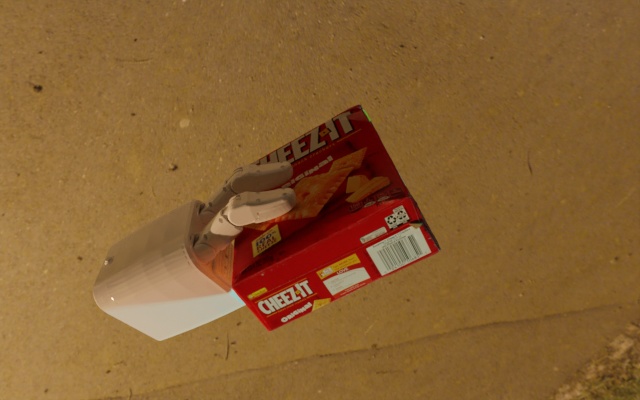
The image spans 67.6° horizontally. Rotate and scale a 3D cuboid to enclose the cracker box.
[{"bbox_3d":[0.000,0.002,0.471,0.164,0.072,0.213,-27,30,9],"label":"cracker box"}]
